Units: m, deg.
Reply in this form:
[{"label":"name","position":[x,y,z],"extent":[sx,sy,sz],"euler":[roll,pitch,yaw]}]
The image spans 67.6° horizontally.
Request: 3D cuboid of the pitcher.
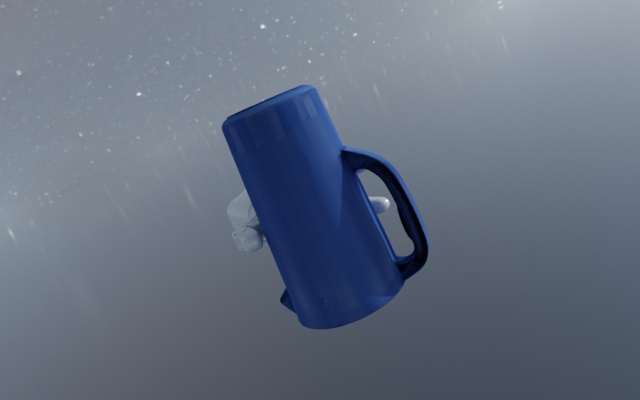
[{"label":"pitcher","position":[0.000,0.002,0.518],"extent":[0.149,0.243,0.145],"euler":[-29,13,-23]}]
